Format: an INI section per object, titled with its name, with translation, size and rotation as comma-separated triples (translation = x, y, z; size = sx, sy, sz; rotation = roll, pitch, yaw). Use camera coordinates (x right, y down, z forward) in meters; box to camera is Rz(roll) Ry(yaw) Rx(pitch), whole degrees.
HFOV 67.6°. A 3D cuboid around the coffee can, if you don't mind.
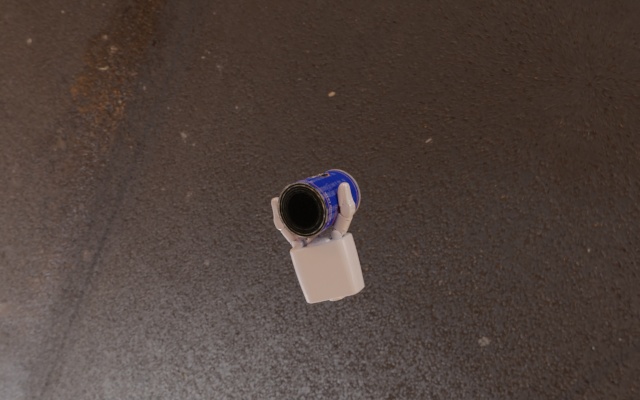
[coffee can]
translation = 0.000, 0.003, 0.895
size = 0.103, 0.103, 0.140
rotation = 0, 12, 29
